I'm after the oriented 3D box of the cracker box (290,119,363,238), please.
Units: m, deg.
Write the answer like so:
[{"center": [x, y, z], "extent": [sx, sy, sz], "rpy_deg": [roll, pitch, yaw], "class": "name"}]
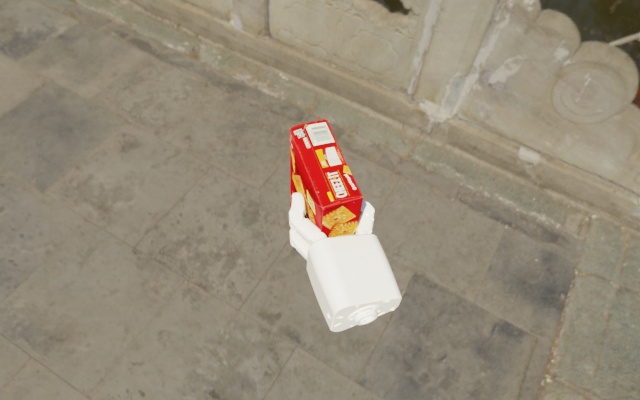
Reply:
[{"center": [0.000, 0.002, 0.782], "extent": [0.072, 0.164, 0.214], "rpy_deg": [-14, -34, -13], "class": "cracker box"}]
